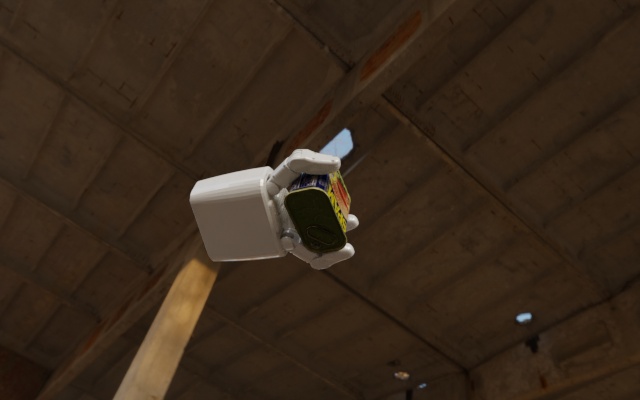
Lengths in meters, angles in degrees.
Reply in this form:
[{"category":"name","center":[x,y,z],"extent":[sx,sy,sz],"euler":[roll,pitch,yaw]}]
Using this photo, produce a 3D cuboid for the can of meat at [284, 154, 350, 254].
[{"category":"can of meat","center":[0.000,0.002,0.612],"extent":[0.057,0.102,0.084],"euler":[-11,35,18]}]
